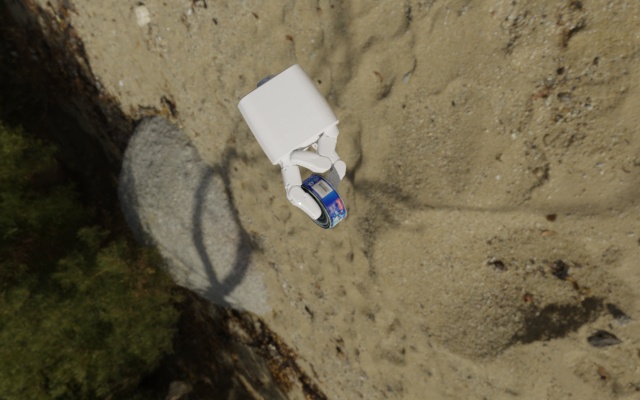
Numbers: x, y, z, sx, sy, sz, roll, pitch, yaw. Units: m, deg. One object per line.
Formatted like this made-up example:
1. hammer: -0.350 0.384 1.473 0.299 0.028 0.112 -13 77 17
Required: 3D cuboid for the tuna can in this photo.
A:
1. tuna can: 0.000 0.003 0.743 0.033 0.086 0.086 -37 15 -21
